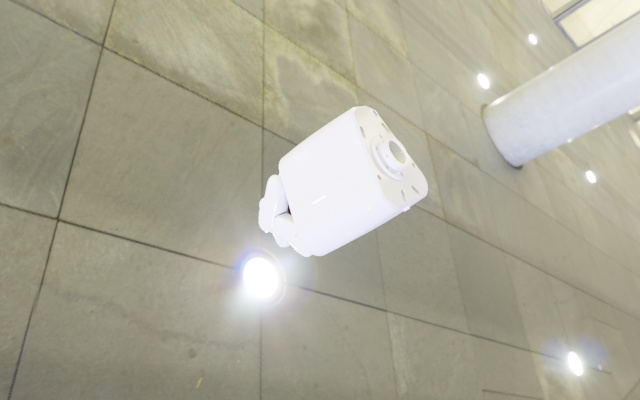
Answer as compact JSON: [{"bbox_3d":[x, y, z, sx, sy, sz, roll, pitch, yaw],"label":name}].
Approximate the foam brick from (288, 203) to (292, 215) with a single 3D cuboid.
[{"bbox_3d":[0.000,0.002,0.560,0.051,0.053,0.078,-34,-8,37],"label":"foam brick"}]
